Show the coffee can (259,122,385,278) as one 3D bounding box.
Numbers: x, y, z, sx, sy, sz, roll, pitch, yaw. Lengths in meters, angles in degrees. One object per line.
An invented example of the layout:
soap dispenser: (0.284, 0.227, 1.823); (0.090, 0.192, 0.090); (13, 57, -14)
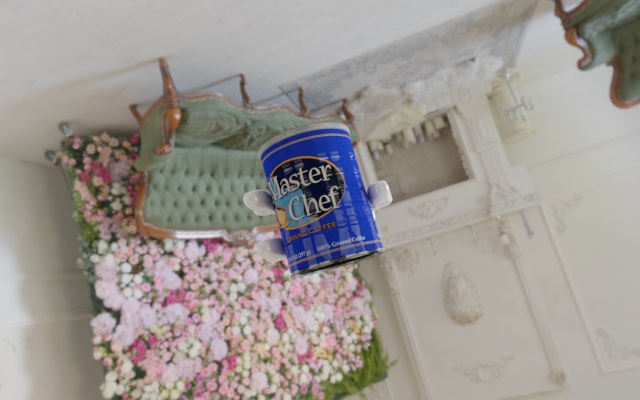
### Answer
coffee can: (0.000, 0.001, 0.512); (0.103, 0.140, 0.103); (-15, -11, -3)
